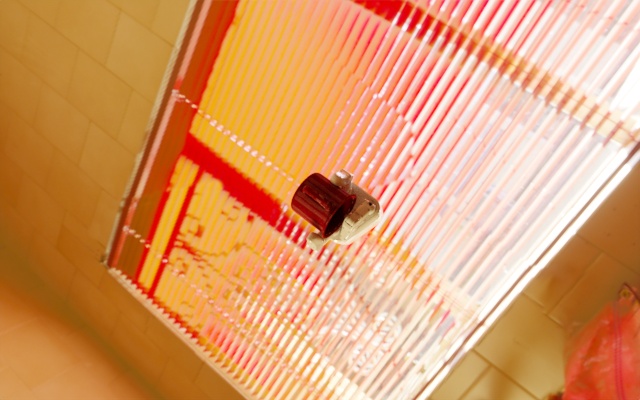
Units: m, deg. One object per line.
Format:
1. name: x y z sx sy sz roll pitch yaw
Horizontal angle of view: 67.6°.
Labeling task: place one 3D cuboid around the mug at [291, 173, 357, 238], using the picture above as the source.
1. mug: 0.000 0.002 0.817 0.081 0.093 0.117 36 -1 18
